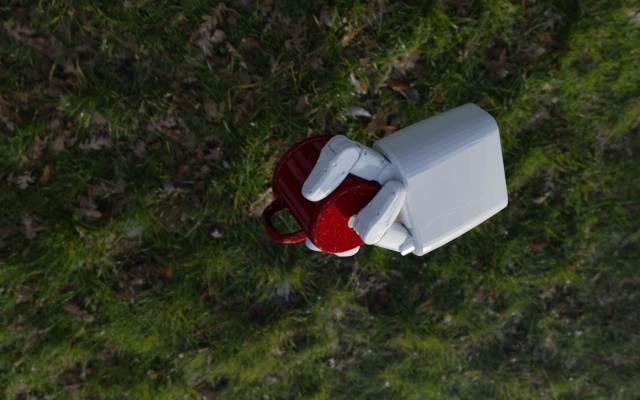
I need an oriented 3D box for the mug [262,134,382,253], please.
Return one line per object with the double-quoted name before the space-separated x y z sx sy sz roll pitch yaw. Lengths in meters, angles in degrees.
"mug" -0.001 0.002 0.456 0.117 0.093 0.081 -27 45 -11
